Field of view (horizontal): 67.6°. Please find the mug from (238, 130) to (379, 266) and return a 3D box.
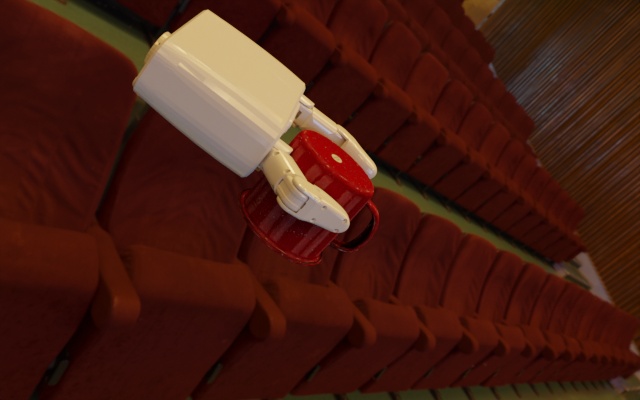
[{"bbox_3d":[0.001,0.002,0.411,0.117,0.081,0.093,36,20,-16],"label":"mug"}]
